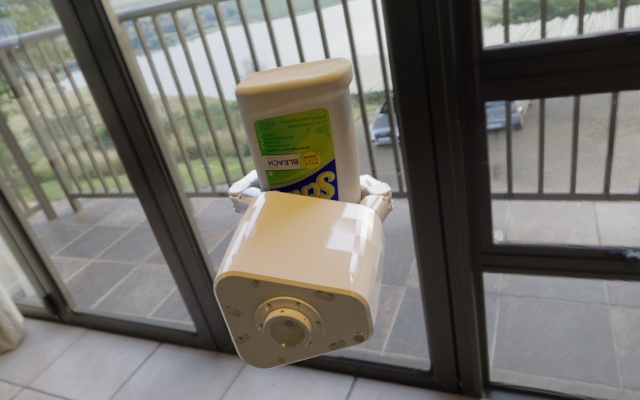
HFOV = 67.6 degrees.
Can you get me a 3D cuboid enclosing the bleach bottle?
[{"bbox_3d":[0.000,0.001,0.455,0.102,0.251,0.068,-6,29,14],"label":"bleach bottle"}]
